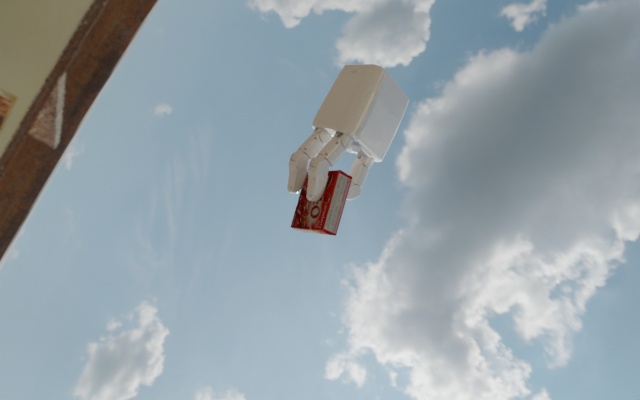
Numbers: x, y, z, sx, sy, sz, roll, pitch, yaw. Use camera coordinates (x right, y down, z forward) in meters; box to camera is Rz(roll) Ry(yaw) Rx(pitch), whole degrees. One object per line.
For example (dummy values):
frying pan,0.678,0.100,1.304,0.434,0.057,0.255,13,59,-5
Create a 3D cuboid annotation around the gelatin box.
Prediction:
gelatin box,0.000,0.003,0.674,0.030,0.089,0.073,25,-14,-38
